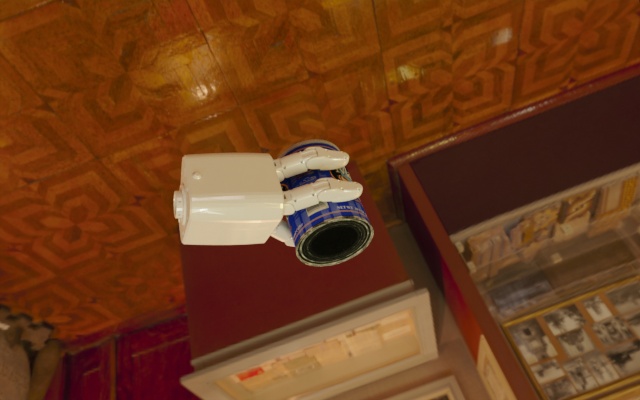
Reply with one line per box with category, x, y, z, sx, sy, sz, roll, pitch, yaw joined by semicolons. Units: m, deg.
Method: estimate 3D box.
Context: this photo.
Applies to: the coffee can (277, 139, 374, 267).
coffee can;0.000;0.002;0.643;0.103;0.140;0.103;-12;-38;-10
